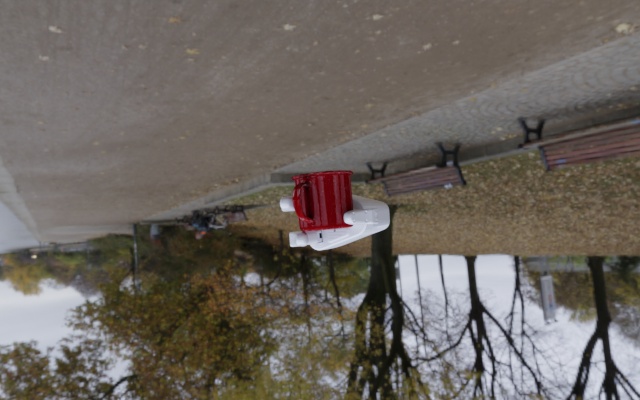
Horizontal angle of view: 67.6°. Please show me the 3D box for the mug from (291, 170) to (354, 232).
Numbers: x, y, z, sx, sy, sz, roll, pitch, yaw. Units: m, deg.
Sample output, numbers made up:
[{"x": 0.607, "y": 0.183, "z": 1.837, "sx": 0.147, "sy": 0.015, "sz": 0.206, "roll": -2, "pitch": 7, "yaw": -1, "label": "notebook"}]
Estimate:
[{"x": -0.001, "y": 0.002, "z": 0.694, "sx": 0.093, "sy": 0.081, "sz": 0.117, "roll": -7, "pitch": -3, "yaw": 32, "label": "mug"}]
